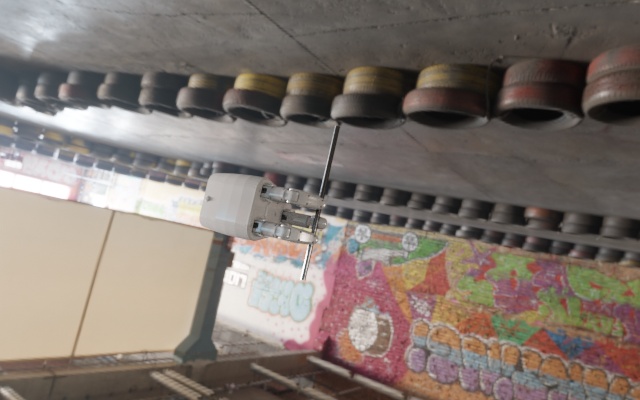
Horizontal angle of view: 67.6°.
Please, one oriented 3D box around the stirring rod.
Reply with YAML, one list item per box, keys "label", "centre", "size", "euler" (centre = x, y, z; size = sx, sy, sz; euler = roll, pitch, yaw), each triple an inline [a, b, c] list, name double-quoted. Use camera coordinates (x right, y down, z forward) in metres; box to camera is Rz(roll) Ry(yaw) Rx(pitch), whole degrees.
- label: "stirring rod"
  centre: [0.000, 0.002, 0.726]
  size: [0.011, 0.239, 0.011]
  euler: [13, -6, 1]
